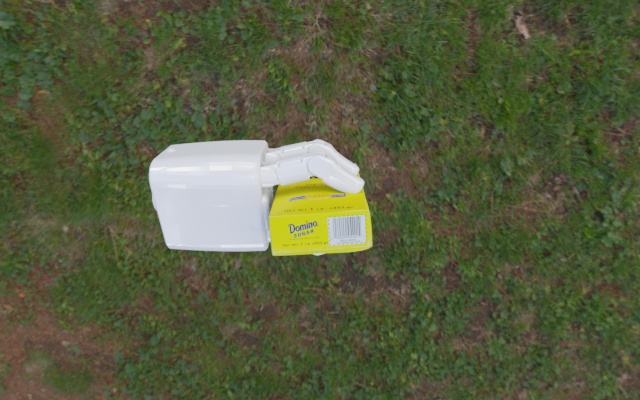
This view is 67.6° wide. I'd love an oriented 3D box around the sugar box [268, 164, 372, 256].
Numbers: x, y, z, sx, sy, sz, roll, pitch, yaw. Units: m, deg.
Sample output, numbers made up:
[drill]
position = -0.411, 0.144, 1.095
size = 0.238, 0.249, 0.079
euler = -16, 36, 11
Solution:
[sugar box]
position = 0.000, 0.001, 0.509
size = 0.093, 0.048, 0.176
euler = -3, 21, 0
